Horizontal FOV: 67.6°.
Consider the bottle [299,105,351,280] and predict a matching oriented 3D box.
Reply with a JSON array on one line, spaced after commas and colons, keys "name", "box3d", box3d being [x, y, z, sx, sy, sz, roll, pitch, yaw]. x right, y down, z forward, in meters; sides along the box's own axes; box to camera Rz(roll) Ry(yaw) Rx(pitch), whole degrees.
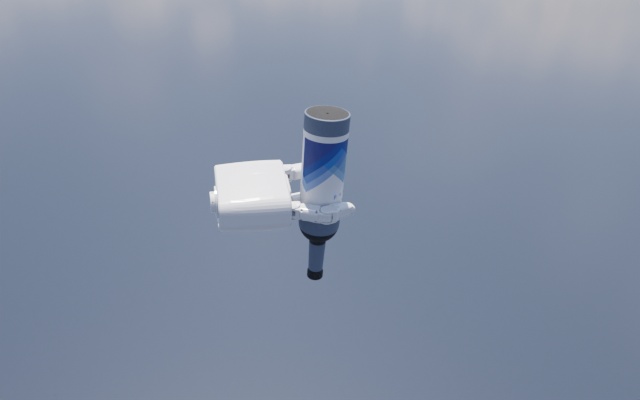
[{"name": "bottle", "box3d": [0.000, 0.002, 0.753, 0.069, 0.296, 0.069, 3, 30, -2]}]
